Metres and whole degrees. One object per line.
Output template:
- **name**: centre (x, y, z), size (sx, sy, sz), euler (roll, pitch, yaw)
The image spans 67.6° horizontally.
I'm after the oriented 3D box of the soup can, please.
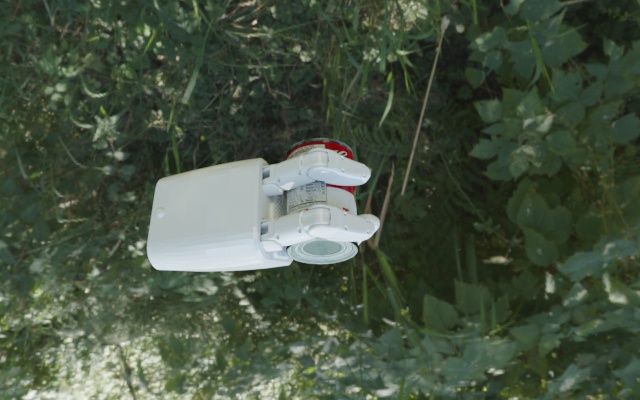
- **soup can**: centre (0.001, 0.002, 0.454), size (0.068, 0.102, 0.068), euler (-1, -27, -1)
